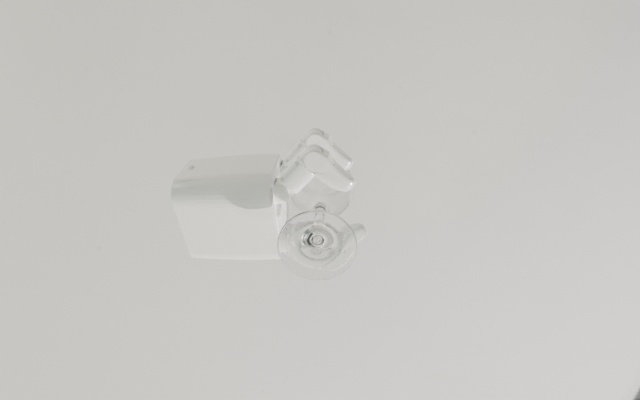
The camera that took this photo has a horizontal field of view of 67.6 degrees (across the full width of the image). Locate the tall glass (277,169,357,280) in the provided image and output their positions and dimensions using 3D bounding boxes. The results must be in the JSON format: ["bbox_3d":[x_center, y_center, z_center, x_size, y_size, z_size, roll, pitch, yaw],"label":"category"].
[{"bbox_3d":[0.000,0.002,0.532,0.079,0.079,0.201,0,24,3],"label":"tall glass"}]
